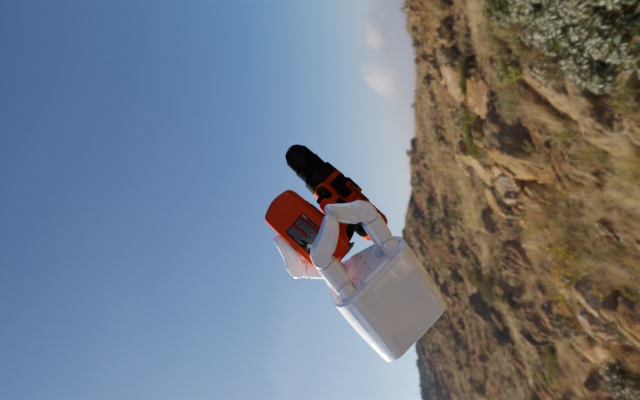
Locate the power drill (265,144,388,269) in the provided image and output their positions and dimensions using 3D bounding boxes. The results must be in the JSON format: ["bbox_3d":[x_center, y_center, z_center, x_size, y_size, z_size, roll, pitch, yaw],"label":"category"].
[{"bbox_3d":[0.000,0.002,0.637,0.184,0.057,0.187,41,25,4],"label":"power drill"}]
